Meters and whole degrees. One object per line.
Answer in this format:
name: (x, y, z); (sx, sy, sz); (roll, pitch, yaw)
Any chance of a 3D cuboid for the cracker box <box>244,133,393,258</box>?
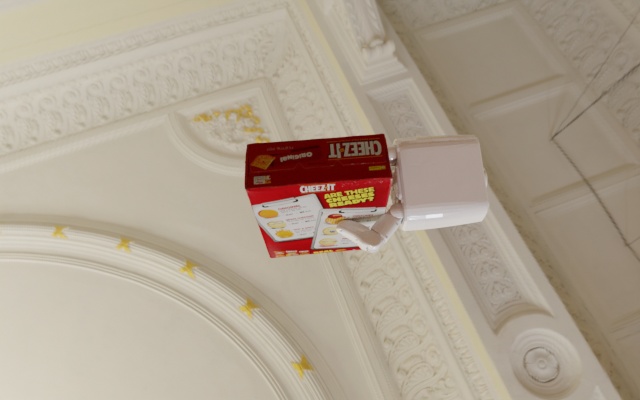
cracker box: (0.000, 0.002, 0.626); (0.164, 0.072, 0.214); (-5, -28, 0)
